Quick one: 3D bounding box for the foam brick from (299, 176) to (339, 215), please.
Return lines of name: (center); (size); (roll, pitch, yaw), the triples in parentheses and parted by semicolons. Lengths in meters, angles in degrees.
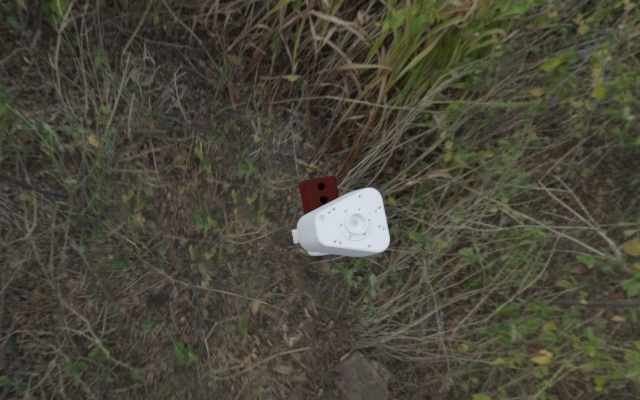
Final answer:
foam brick: (0.000, 0.002, 0.785); (0.053, 0.078, 0.051); (-9, -5, -15)
